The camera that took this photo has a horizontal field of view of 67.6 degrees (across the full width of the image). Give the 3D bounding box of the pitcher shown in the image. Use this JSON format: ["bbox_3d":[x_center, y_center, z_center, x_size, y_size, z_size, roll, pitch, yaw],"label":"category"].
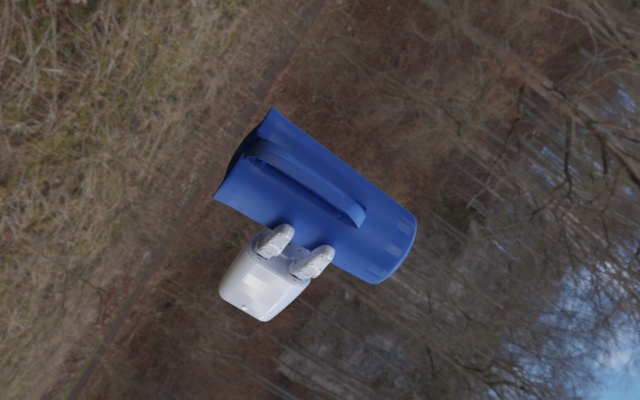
[{"bbox_3d":[0.000,0.002,0.596,0.243,0.145,0.149,33,35,-11],"label":"pitcher"}]
